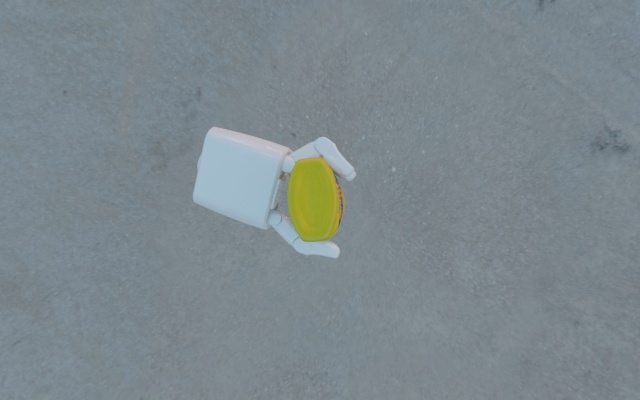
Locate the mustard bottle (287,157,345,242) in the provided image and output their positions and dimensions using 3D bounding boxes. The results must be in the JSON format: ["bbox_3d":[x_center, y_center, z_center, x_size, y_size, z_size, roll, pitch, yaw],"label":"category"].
[{"bbox_3d":[0.000,0.002,0.625,0.058,0.096,0.191,-6,-3,6],"label":"mustard bottle"}]
